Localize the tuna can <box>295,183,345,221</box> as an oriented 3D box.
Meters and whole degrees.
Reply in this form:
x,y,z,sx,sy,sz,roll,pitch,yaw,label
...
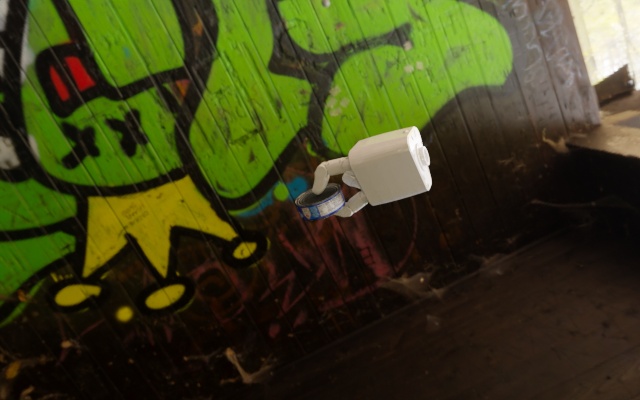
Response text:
x,y,z,sx,sy,sz,roll,pitch,yaw,label
0.000,0.003,0.854,0.086,0.034,0.086,-19,19,7,tuna can
